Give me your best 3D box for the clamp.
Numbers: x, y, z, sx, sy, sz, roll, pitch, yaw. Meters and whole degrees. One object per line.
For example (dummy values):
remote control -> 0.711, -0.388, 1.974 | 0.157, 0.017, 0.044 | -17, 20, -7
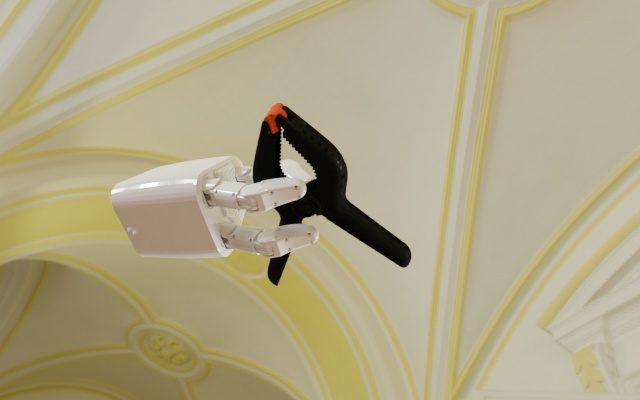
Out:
clamp -> 0.000, 0.001, 0.482 | 0.164, 0.210, 0.036 | -6, 32, 14
